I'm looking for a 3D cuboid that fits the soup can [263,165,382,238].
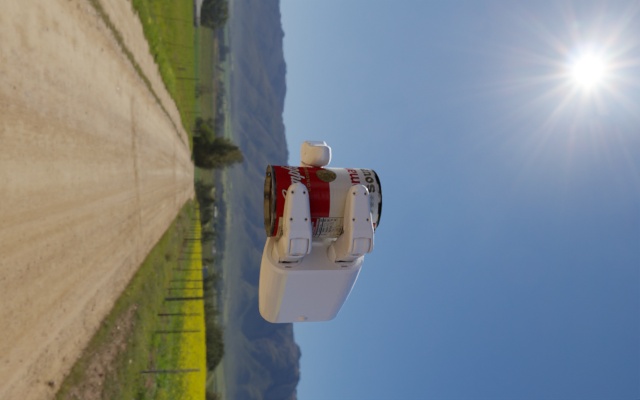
[{"bbox_3d":[0.000,0.001,0.456,0.102,0.068,0.068,1,0,-13],"label":"soup can"}]
